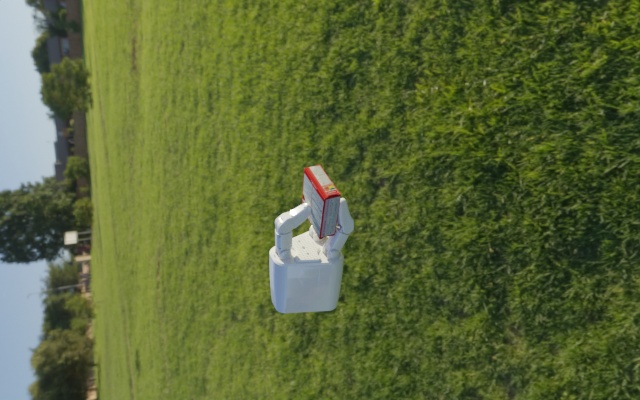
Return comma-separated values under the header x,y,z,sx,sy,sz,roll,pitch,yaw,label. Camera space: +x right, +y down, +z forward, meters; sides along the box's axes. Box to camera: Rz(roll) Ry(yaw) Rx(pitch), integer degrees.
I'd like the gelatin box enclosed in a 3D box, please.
x,y,z,sx,sy,sz,roll,pitch,yaw,label
0.000,0.002,0.726,0.030,0.089,0.073,-15,47,-20,gelatin box
